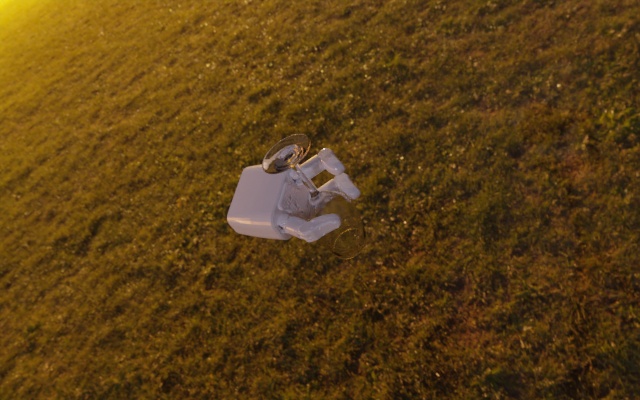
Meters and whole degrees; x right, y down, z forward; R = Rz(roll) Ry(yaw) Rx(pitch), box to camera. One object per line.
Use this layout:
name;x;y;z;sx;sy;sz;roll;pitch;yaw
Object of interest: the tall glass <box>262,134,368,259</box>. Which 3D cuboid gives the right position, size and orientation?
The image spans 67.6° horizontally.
tall glass;0.000;0.002;0.692;0.079;0.079;0.201;0;-41;39
